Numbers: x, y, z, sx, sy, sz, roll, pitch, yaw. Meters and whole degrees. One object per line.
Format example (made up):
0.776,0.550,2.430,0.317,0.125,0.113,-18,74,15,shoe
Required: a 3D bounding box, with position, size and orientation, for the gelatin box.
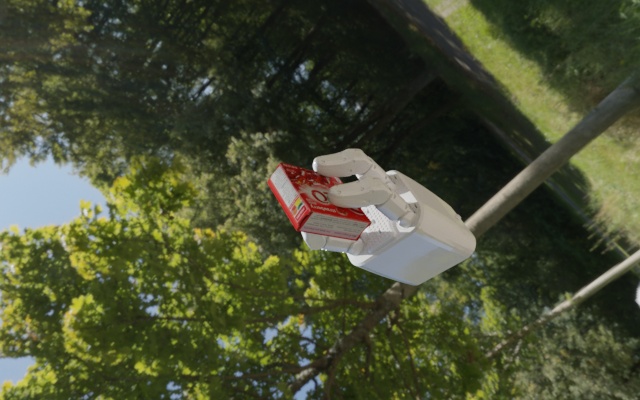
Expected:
0.000,0.002,0.483,0.089,0.030,0.073,12,33,-43,gelatin box
